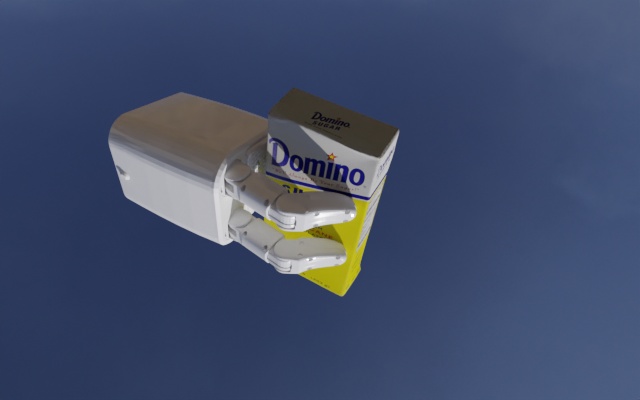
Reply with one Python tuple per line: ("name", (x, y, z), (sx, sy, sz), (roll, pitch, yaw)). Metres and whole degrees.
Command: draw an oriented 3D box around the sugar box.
("sugar box", (0.000, 0.002, 0.408), (0.093, 0.176, 0.048), (24, 50, 15))
